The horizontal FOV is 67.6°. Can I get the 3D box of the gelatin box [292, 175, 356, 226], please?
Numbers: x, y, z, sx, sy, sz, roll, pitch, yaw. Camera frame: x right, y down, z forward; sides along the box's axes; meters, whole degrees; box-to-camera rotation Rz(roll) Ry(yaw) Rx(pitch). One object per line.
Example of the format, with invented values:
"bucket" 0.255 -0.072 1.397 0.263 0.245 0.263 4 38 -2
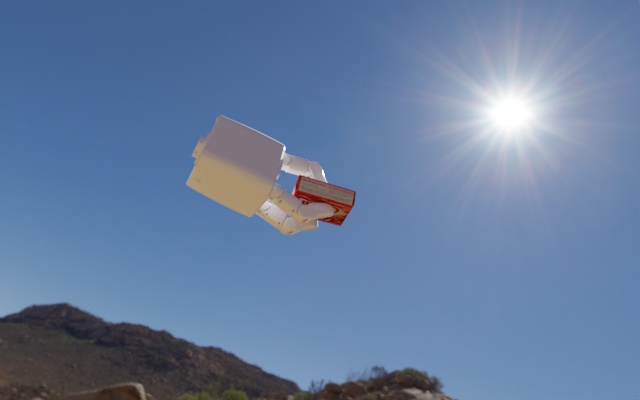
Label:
"gelatin box" 0.001 0.002 0.714 0.089 0.030 0.073 16 -29 -6
